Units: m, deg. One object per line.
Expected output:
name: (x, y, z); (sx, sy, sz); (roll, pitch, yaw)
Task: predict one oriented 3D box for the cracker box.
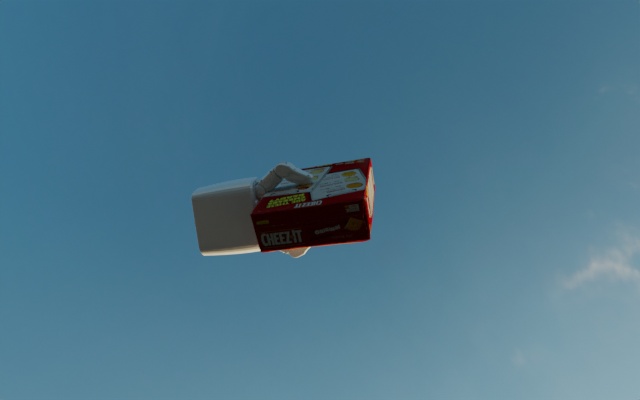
cracker box: (0.000, 0.002, 0.755); (0.164, 0.072, 0.213); (-8, 19, 11)
